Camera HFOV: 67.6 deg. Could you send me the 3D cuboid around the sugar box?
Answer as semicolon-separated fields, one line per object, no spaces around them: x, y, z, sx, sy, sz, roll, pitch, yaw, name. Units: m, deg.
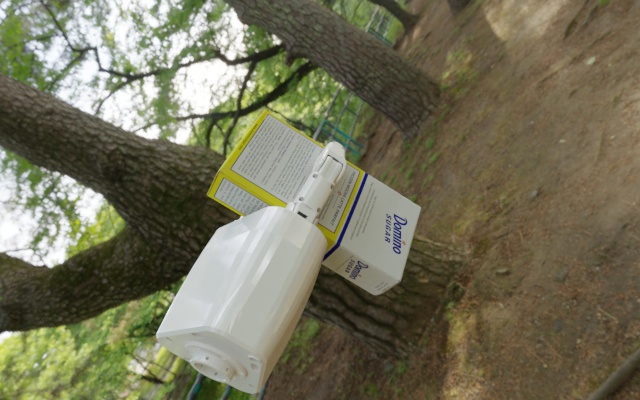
0.000;0.002;0.429;0.176;0.093;0.048;34;-40;-9;sugar box
